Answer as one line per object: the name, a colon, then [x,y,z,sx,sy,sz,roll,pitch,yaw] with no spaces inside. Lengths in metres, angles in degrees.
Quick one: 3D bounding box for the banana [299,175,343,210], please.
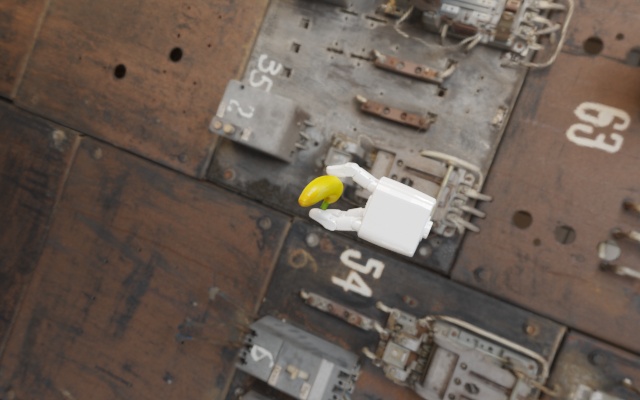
banana: [0.009,-0.014,0.856,0.037,0.069,0.198,25,2,13]
